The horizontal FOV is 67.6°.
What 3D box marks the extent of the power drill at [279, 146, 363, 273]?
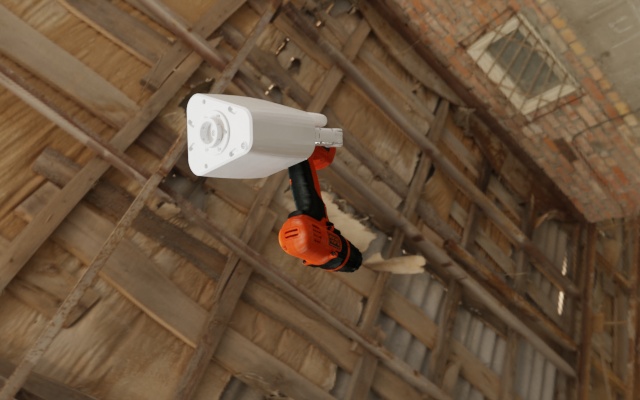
[{"bbox_3d":[0.000,0.002,0.652,0.057,0.187,0.184,-18,-24,20],"label":"power drill"}]
